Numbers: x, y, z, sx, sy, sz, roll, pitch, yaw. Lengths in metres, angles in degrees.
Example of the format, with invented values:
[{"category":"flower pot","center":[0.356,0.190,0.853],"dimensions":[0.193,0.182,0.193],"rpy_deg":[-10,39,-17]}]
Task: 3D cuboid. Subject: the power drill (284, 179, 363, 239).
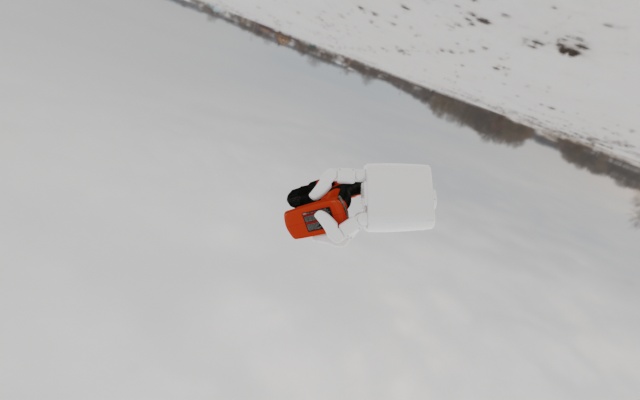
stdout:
[{"category":"power drill","center":[0.000,0.003,0.861],"dimensions":[0.184,0.057,0.187],"rpy_deg":[-16,17,22]}]
